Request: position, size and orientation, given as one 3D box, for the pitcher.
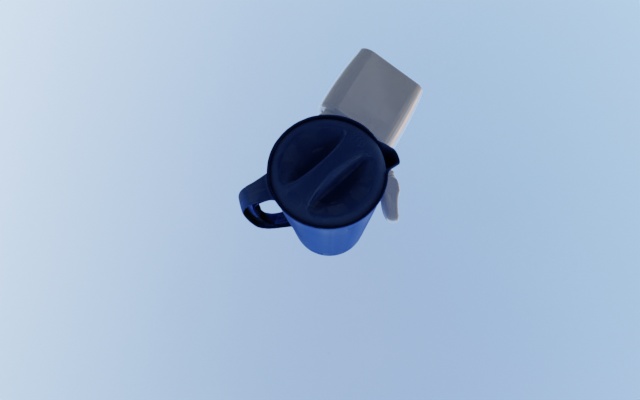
[{"bbox_3d":[0.000,0.002,0.626,0.149,0.145,0.243,26,-15,9],"label":"pitcher"}]
